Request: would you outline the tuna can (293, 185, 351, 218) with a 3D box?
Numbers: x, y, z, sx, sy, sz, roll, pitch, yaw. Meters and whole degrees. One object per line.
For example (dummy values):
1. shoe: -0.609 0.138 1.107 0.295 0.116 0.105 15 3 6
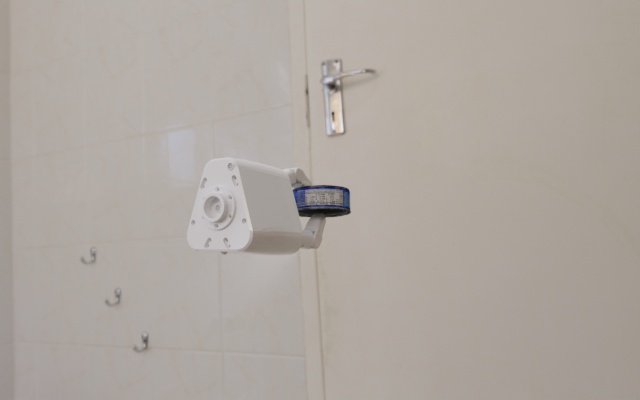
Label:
1. tuna can: 0.000 0.002 0.677 0.086 0.033 0.086 -1 -10 0
